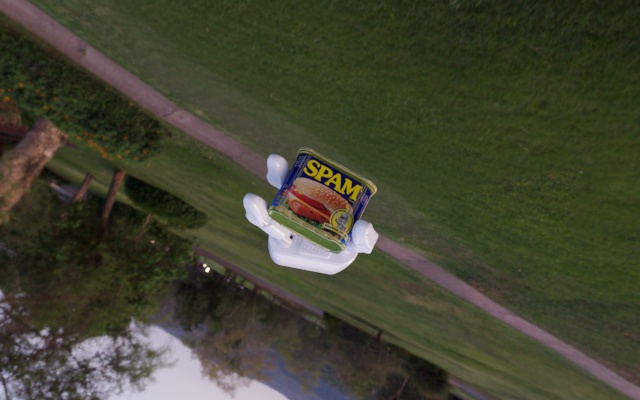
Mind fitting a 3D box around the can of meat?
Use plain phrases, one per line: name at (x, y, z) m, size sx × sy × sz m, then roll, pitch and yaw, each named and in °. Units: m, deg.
can of meat at (0.000, 0.002, 0.550) m, size 0.102 × 0.084 × 0.057 m, roll 29°, pitch -18°, yaw -2°
